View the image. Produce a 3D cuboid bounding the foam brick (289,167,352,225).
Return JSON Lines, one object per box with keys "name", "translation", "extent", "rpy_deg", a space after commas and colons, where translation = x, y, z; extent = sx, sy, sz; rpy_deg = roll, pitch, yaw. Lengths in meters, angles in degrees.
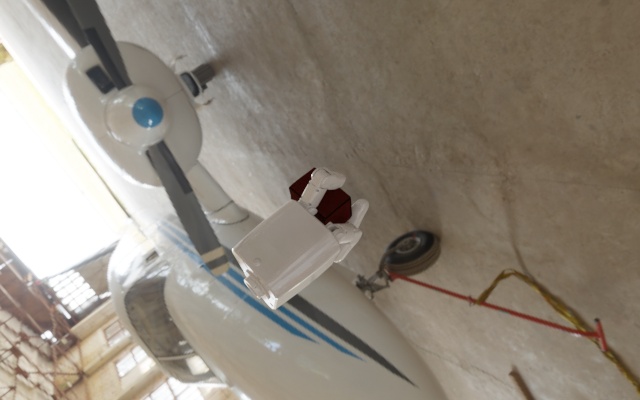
{"name": "foam brick", "translation": [0.000, 0.002, 0.678], "extent": [0.078, 0.051, 0.053], "rpy_deg": [41, -21, 28]}
